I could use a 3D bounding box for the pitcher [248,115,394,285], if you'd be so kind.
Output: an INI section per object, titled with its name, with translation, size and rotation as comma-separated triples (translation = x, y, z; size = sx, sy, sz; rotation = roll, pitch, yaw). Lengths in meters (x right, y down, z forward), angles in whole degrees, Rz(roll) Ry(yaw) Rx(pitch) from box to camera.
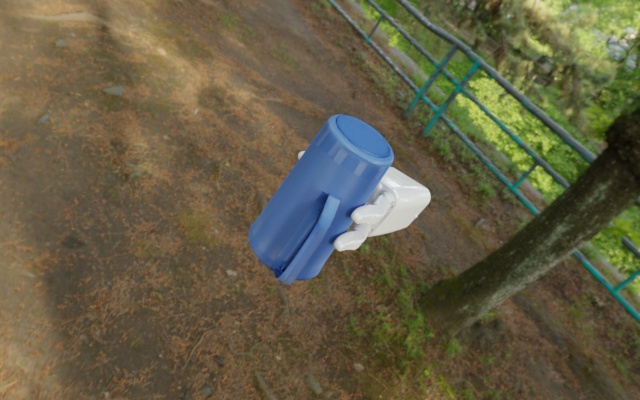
[pitcher]
translation = 0.000, 0.002, 0.708
size = 0.145, 0.243, 0.149
rotation = -5, 48, -47
